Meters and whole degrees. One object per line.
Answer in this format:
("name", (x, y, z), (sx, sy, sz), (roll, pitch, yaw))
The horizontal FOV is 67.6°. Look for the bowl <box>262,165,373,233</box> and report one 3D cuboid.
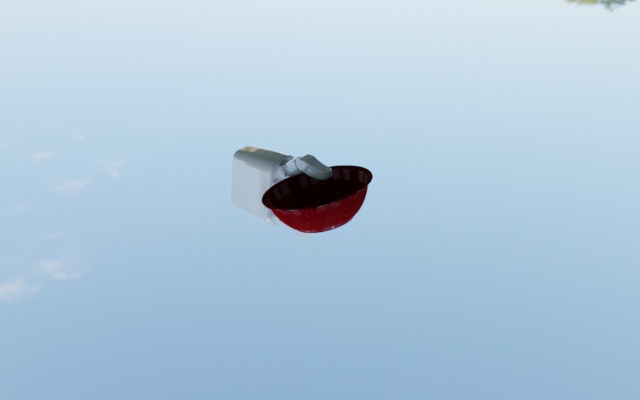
("bowl", (0.001, 0.003, 0.685), (0.162, 0.055, 0.162), (-12, 20, 5))
